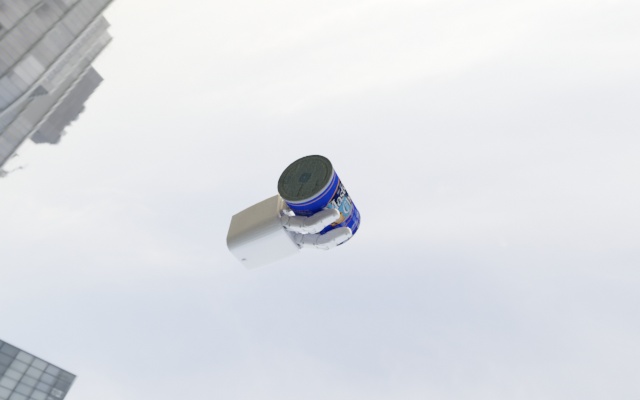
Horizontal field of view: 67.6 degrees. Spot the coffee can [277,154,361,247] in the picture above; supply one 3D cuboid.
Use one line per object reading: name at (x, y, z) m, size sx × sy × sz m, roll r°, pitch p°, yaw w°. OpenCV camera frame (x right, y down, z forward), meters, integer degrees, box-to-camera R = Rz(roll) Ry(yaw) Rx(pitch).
coffee can at (0.000, 0.003, 0.844) m, size 0.103 × 0.102 × 0.140 m, roll 0°, pitch -37°, yaw 30°
